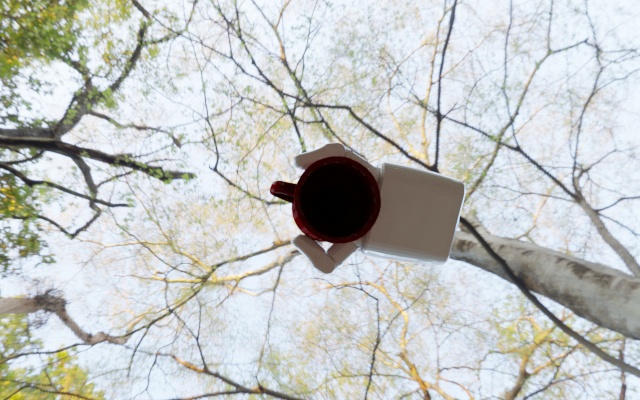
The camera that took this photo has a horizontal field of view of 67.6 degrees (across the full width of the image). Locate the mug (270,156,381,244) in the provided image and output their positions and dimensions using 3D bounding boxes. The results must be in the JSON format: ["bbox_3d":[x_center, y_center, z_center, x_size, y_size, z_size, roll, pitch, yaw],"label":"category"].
[{"bbox_3d":[-0.001,0.002,0.535,0.117,0.093,0.081,12,-10,-9],"label":"mug"}]
